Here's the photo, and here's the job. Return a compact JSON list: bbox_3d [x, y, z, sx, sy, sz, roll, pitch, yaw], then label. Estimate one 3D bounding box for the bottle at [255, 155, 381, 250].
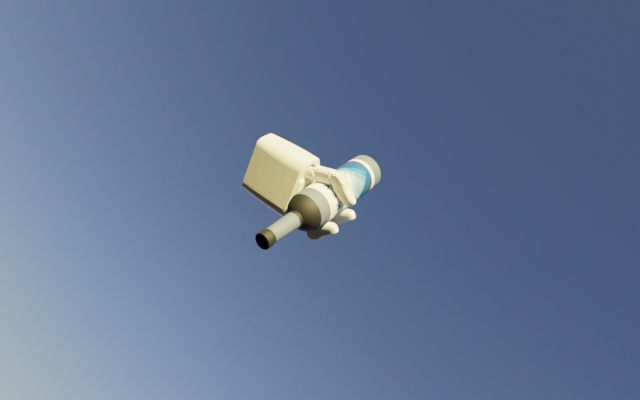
[{"bbox_3d":[0.000,0.003,0.796,0.069,0.069,0.295,0,23,39],"label":"bottle"}]
